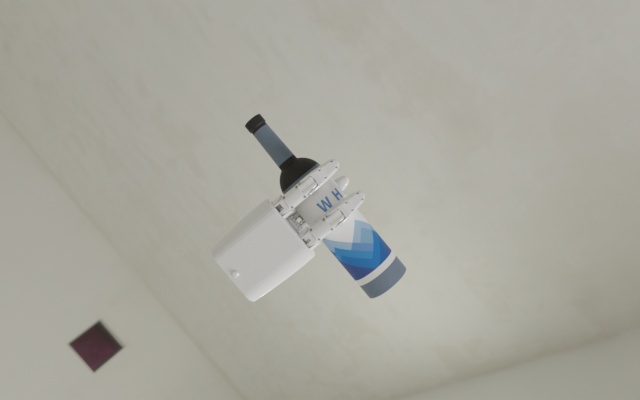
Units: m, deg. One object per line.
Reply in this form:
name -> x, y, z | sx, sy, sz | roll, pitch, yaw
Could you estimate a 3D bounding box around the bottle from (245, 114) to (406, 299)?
bottle -> 0.000, 0.002, 0.662 | 0.069, 0.296, 0.069 | -40, 2, 2
